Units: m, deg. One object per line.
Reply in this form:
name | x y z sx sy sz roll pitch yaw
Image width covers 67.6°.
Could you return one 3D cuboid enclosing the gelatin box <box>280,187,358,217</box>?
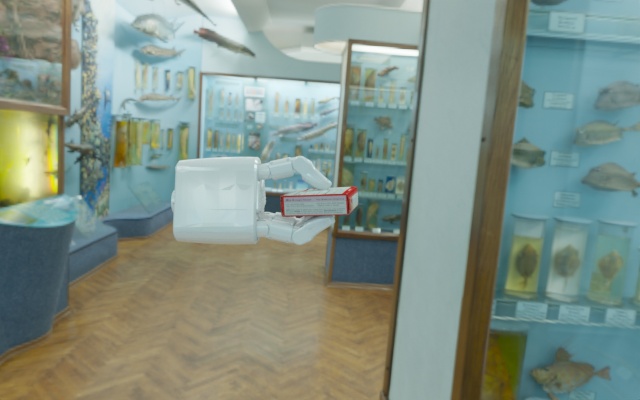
gelatin box | 0.000 0.002 0.624 0.089 0.030 0.073 -3 7 13
